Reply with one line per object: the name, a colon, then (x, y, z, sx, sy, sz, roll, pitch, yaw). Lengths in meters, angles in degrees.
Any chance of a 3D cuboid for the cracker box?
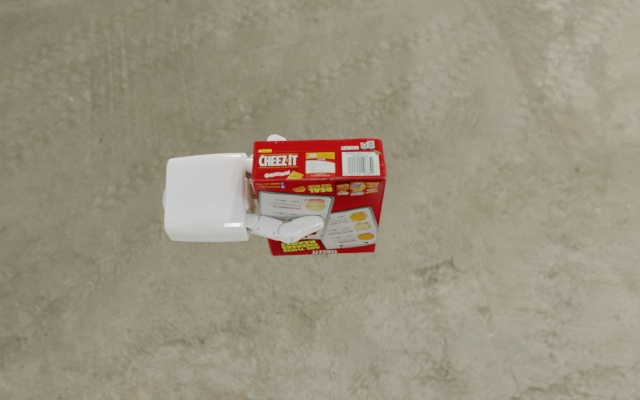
cracker box: (0.000, 0.002, 0.671, 0.164, 0.072, 0.214, -2, -31, 1)
